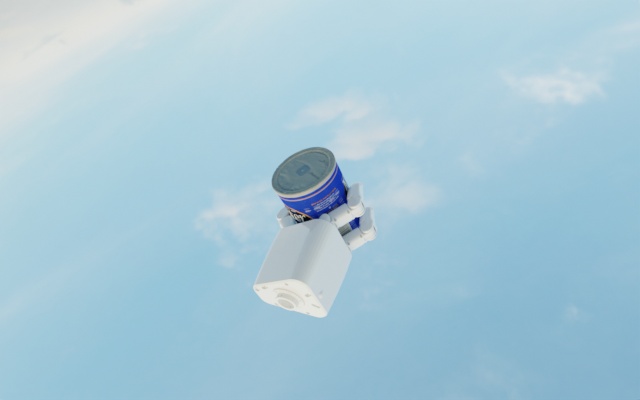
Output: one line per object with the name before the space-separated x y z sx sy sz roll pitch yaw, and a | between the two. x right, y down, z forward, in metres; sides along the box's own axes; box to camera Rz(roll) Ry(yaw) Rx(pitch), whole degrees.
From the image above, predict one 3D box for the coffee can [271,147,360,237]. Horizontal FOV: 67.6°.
coffee can | 0.000 0.002 0.744 0.103 0.102 0.140 0 -43 32
